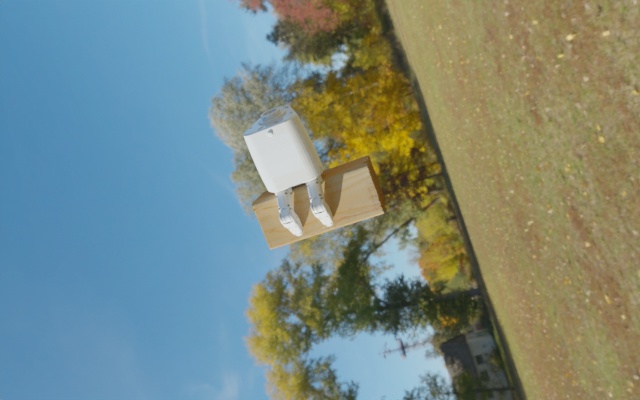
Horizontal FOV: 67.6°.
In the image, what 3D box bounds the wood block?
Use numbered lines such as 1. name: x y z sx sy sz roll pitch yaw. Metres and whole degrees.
1. wood block: 0.000 0.002 0.830 0.206 0.090 0.090 -18 12 13
